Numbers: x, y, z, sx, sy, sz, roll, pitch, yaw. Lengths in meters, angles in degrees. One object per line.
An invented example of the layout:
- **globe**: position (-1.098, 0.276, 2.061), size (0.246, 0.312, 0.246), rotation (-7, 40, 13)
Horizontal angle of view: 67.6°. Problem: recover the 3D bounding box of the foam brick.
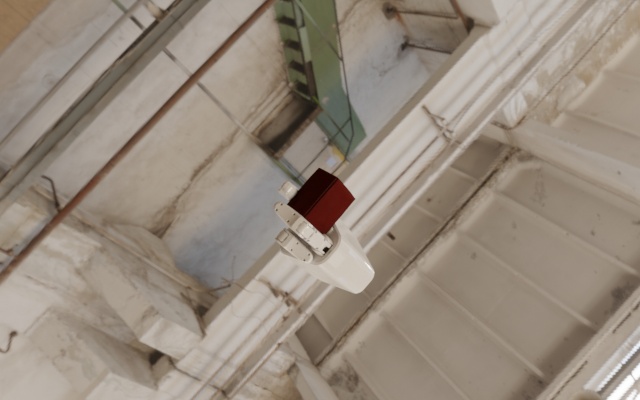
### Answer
- **foam brick**: position (0.000, 0.002, 0.685), size (0.051, 0.078, 0.053), rotation (44, -4, -37)
